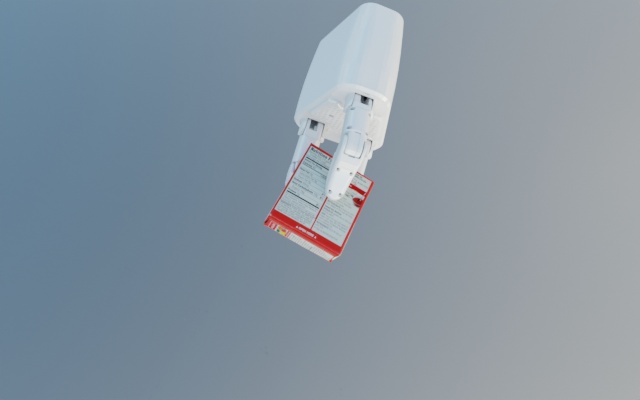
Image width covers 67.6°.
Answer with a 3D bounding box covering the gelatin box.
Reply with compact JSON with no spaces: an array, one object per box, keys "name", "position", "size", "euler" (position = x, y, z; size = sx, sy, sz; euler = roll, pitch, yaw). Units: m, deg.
[{"name":"gelatin box","position":[0.000,0.002,0.449],"size":[0.073,0.089,0.030],"euler":[30,-27,-5]}]
